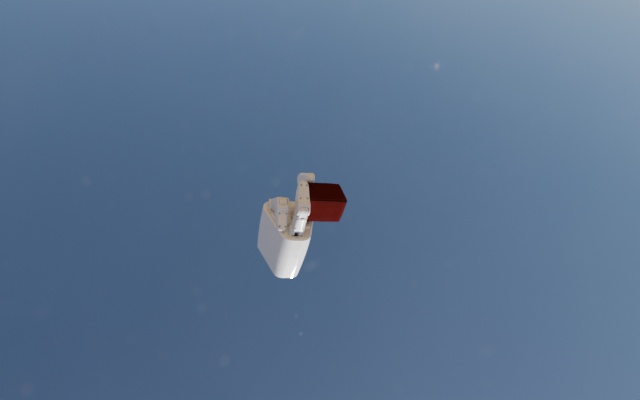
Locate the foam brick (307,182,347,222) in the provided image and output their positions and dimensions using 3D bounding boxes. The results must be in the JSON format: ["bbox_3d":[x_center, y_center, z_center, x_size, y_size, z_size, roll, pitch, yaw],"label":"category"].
[{"bbox_3d":[0.000,0.003,0.873,0.078,0.051,0.053,2,37,-18],"label":"foam brick"}]
